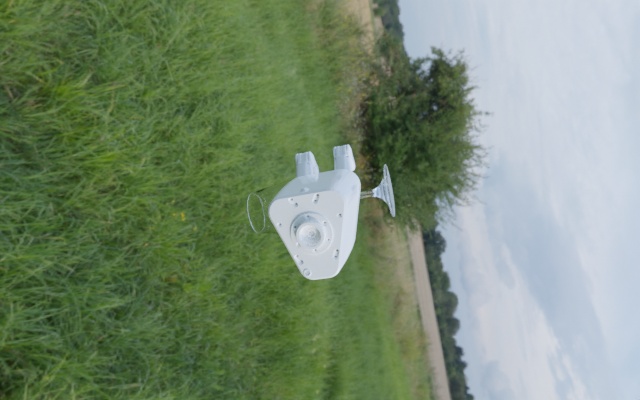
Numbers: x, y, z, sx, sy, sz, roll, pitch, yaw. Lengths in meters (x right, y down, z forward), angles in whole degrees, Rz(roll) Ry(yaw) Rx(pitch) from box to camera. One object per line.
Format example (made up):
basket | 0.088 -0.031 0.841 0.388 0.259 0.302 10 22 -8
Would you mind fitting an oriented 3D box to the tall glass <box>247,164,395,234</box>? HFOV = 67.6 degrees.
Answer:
tall glass | 0.001 0.002 0.680 0.201 0.079 0.079 -10 -2 14
